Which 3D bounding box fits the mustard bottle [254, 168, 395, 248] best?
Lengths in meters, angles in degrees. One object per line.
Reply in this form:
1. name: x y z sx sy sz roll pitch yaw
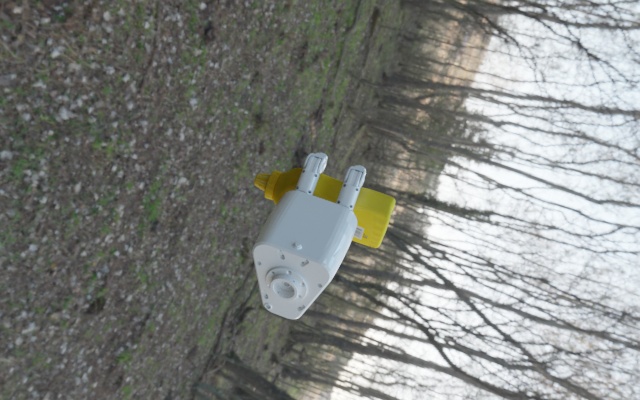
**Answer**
1. mustard bottle: 0.000 0.002 0.653 0.191 0.058 0.096 19 -29 7
